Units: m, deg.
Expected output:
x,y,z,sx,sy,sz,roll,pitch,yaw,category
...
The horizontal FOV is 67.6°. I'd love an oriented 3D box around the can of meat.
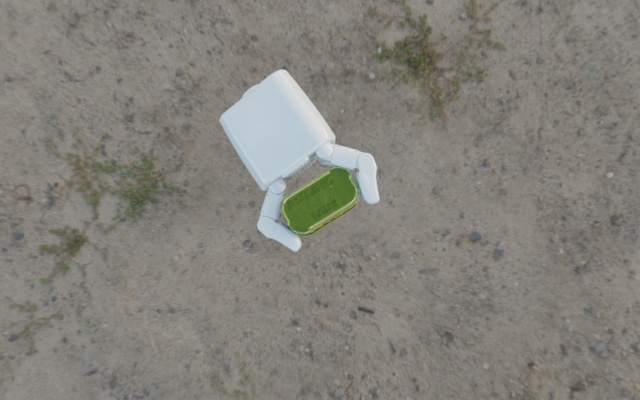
x,y,z,sx,sy,sz,roll,pitch,yaw,category
0.000,0.002,0.603,0.102,0.057,0.084,-32,-4,-1,can of meat
